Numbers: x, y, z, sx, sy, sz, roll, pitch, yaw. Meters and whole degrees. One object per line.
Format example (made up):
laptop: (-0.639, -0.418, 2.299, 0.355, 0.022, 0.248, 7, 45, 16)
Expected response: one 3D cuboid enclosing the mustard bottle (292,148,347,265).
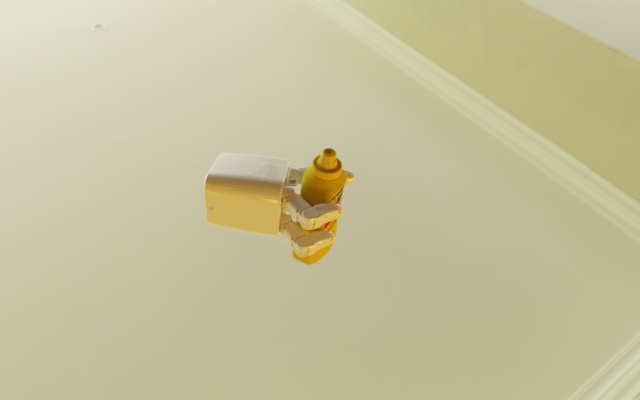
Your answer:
mustard bottle: (0.000, 0.003, 0.697, 0.058, 0.192, 0.096, 25, 47, 16)
